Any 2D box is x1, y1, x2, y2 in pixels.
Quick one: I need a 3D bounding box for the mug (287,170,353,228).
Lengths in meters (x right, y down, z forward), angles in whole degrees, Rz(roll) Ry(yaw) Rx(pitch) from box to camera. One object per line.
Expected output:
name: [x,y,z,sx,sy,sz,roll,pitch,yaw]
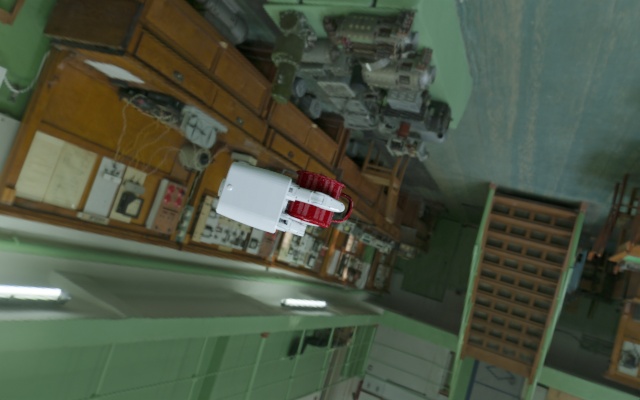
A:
mug: [0.001,0.003,0.860,0.117,0.081,0.093,18,-6,-2]
